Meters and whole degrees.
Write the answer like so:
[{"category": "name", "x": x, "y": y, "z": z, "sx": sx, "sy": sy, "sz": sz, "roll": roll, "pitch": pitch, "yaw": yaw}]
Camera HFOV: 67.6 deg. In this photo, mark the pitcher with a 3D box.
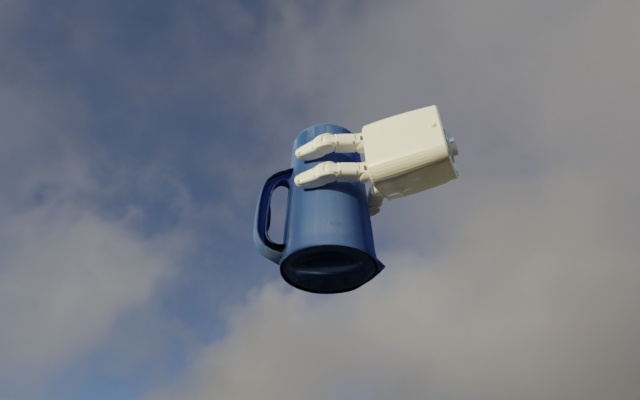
[{"category": "pitcher", "x": 0.000, "y": 0.002, "z": 0.703, "sx": 0.145, "sy": 0.242, "sz": 0.149, "roll": -17, "pitch": -40, "yaw": 19}]
